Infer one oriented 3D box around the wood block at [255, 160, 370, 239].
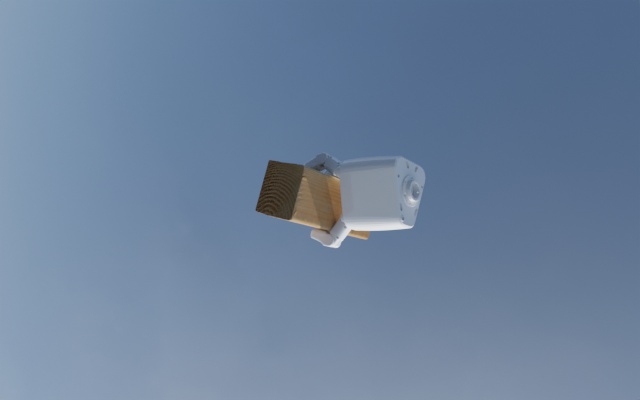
[{"bbox_3d":[0.000,0.003,0.834,0.090,0.091,0.206,12,-4,43],"label":"wood block"}]
